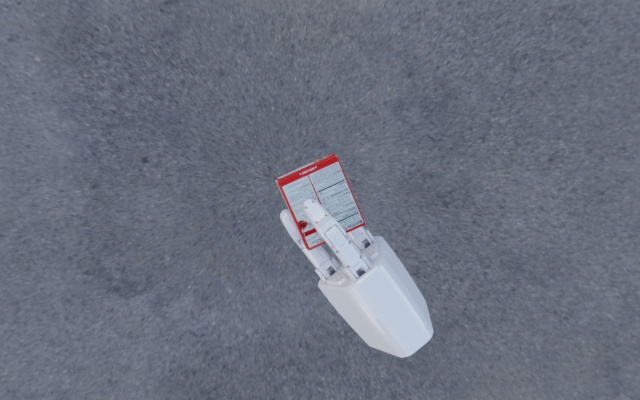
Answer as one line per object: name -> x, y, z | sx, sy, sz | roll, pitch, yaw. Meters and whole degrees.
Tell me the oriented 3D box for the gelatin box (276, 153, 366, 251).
gelatin box -> 0.000, 0.002, 0.540 | 0.073, 0.089, 0.030 | -25, 11, -5
